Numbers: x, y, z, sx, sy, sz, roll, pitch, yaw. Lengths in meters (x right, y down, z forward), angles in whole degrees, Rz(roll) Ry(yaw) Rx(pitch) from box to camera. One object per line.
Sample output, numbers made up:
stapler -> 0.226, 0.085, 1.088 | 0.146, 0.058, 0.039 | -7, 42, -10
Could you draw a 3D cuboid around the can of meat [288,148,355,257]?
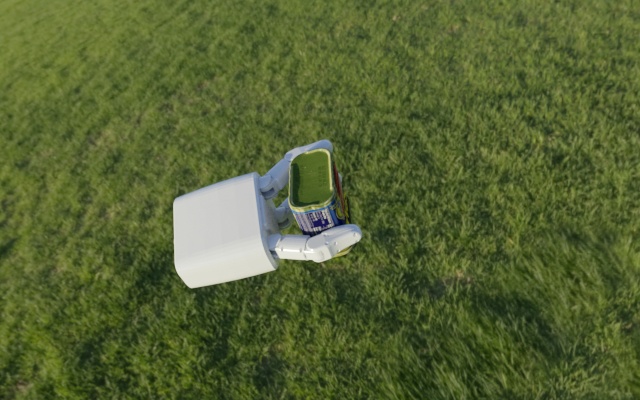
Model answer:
can of meat -> 0.000, 0.002, 0.554 | 0.057, 0.102, 0.084 | -13, -47, 9
